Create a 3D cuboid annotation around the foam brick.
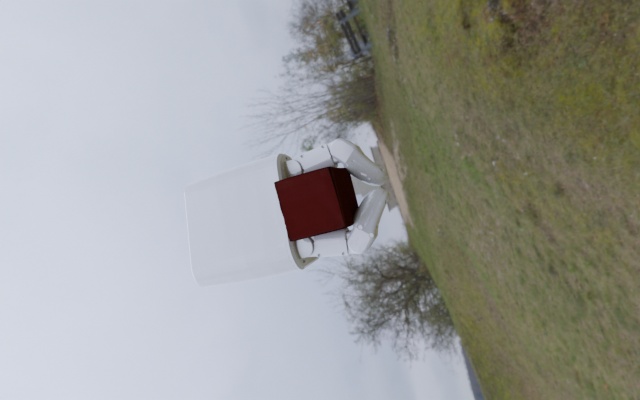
[{"bbox_3d":[0.000,0.001,0.421,0.051,0.053,0.078,-14,-1,14],"label":"foam brick"}]
